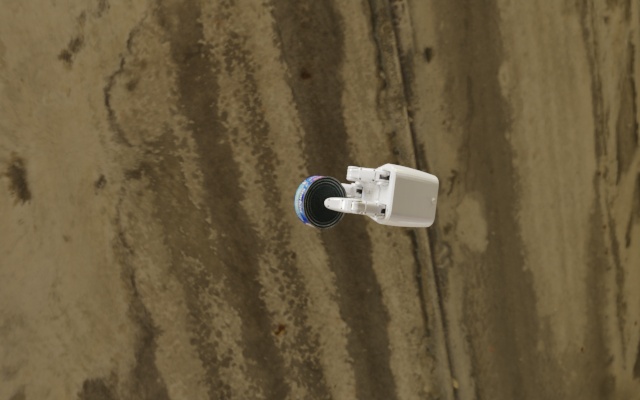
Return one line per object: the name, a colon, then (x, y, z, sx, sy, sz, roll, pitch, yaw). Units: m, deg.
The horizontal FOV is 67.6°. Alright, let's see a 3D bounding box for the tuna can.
tuna can: (0.000, 0.002, 0.781, 0.086, 0.086, 0.034, 0, 6, -33)
